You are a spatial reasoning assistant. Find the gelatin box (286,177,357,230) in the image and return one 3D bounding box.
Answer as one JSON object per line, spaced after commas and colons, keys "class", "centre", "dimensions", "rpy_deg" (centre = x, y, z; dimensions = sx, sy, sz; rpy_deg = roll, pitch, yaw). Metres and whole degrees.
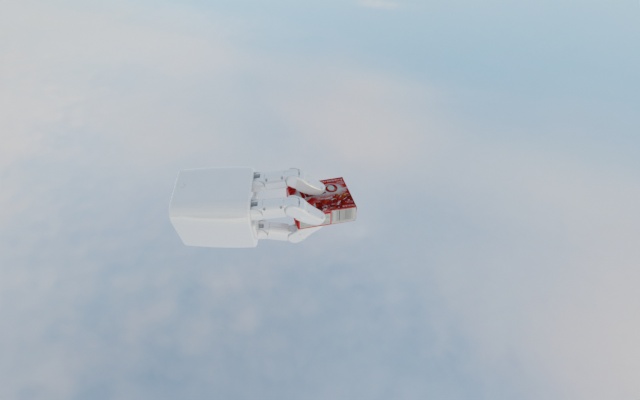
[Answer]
{"class": "gelatin box", "centre": [0.000, 0.003, 0.694], "dimensions": [0.089, 0.030, 0.073], "rpy_deg": [-8, 40, -12]}
